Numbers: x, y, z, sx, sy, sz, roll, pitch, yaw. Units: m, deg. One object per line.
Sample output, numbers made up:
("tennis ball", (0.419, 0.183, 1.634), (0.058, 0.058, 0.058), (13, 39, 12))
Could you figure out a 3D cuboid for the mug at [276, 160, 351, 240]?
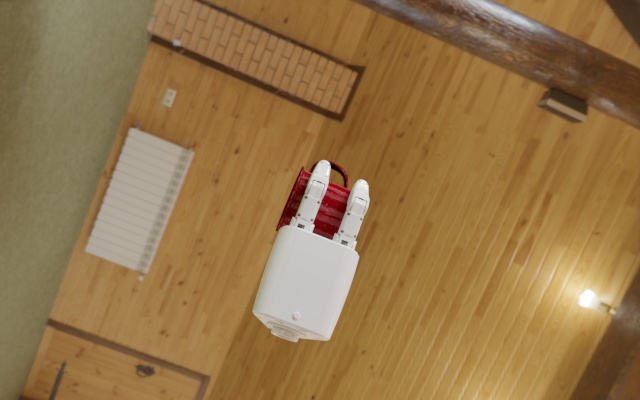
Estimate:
("mug", (0.001, 0.001, 0.632), (0.081, 0.117, 0.093), (23, -21, -5))
